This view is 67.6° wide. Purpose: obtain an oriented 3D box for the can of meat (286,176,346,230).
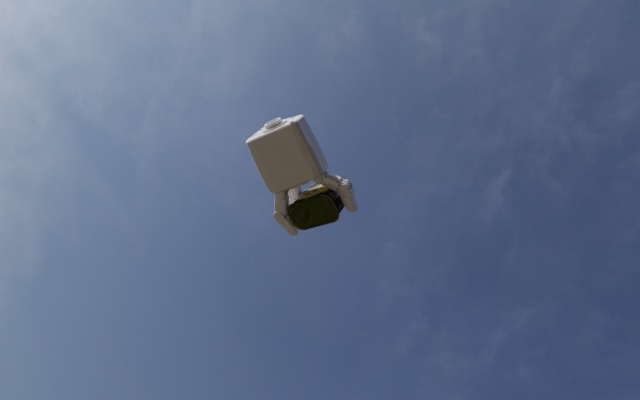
[{"bbox_3d":[0.000,0.003,0.890,0.102,0.057,0.084,-17,21,32],"label":"can of meat"}]
